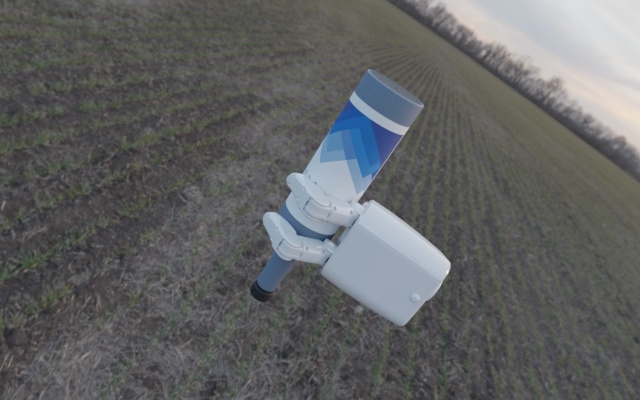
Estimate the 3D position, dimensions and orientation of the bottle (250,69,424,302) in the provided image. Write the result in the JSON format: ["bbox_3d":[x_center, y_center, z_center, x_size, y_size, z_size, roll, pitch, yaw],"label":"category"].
[{"bbox_3d":[0.000,0.001,0.528,0.069,0.296,0.069,28,24,-13],"label":"bottle"}]
